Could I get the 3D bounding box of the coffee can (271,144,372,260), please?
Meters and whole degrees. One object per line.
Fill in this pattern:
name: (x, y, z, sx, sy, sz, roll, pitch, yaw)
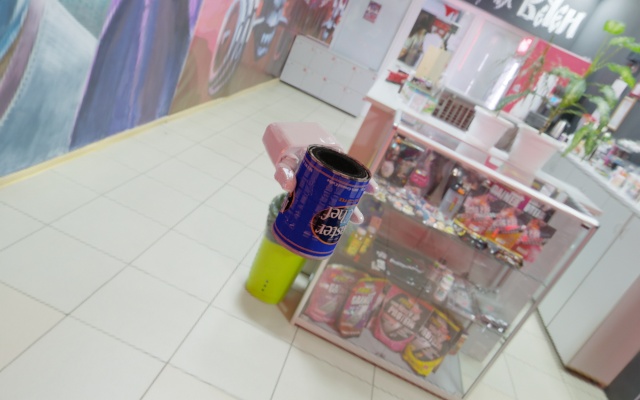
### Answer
coffee can: (0.000, 0.003, 0.707, 0.103, 0.140, 0.102, 22, 22, -9)
